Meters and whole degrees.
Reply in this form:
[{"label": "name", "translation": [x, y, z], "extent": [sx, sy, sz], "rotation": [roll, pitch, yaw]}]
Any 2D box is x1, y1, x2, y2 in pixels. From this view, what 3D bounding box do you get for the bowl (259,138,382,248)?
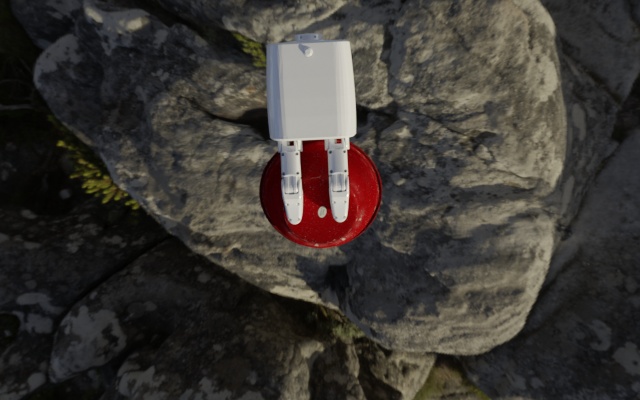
[{"label": "bowl", "translation": [0.000, 0.003, 0.605], "extent": [0.162, 0.162, 0.055], "rotation": [0, 24, 0]}]
